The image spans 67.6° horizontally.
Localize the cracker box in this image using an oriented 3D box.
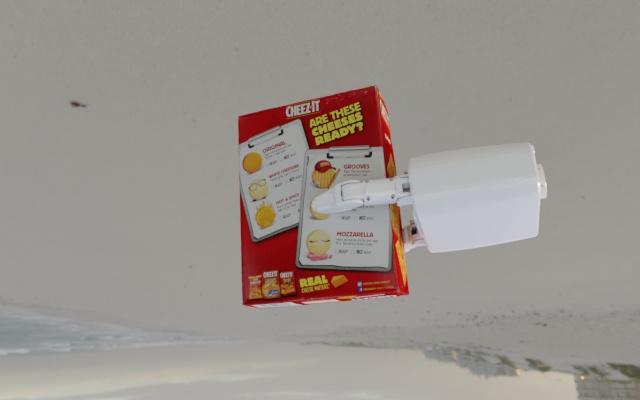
[{"bbox_3d":[0.000,0.002,0.517,0.164,0.213,0.072,-9,-17,17],"label":"cracker box"}]
